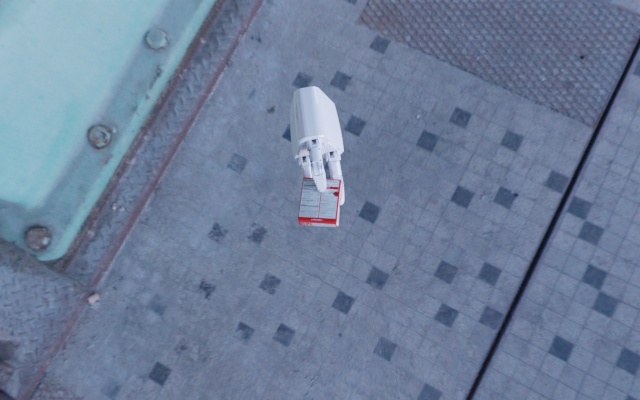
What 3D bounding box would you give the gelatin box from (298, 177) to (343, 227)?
[{"bbox_3d":[0.000,0.003,0.887,0.073,0.089,0.030,3,-21,10],"label":"gelatin box"}]
